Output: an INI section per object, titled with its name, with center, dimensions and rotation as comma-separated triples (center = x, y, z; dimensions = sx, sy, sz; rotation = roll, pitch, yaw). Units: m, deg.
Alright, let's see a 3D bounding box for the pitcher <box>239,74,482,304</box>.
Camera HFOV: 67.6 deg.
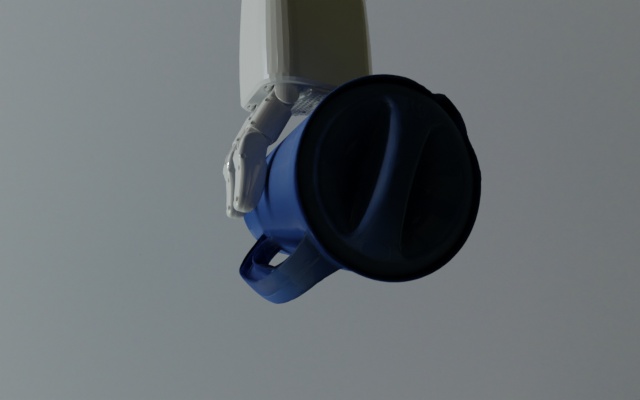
[pitcher]
center = 0.000, 0.001, 0.404
dimensions = 0.149, 0.145, 0.243
rotation = 0, -5, -21
